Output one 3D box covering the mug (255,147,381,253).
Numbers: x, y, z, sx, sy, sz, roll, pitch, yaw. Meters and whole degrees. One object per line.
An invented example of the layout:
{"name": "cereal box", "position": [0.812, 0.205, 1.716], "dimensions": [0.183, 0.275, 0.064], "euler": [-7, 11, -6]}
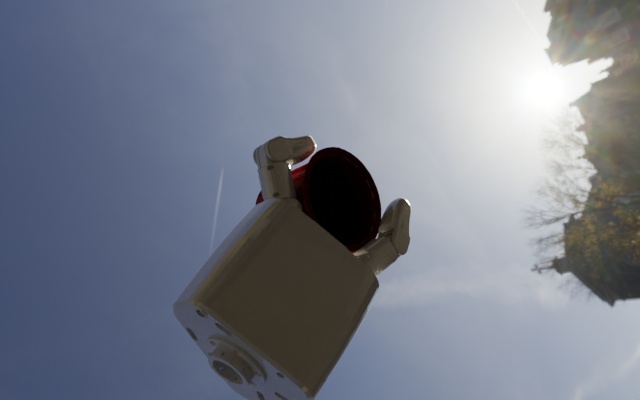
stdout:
{"name": "mug", "position": [0.001, 0.001, 0.441], "dimensions": [0.081, 0.093, 0.117], "euler": [-20, 23, 44]}
